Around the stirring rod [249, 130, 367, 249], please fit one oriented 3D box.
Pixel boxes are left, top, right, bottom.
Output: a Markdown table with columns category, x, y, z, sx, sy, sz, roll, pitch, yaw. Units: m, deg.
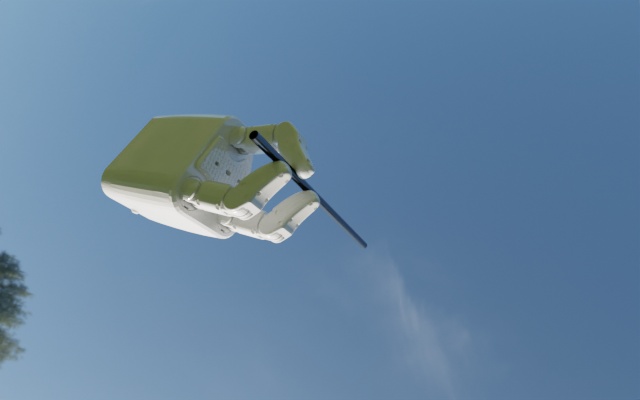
| category | x | y | z | sx | sy | sz | roll | pitch | yaw |
| --- | --- | --- | --- | --- | --- | --- | --- | --- | --- |
| stirring rod | 0.000 | 0.001 | 0.453 | 0.011 | 0.011 | 0.240 | 0 | -25 | 27 |
